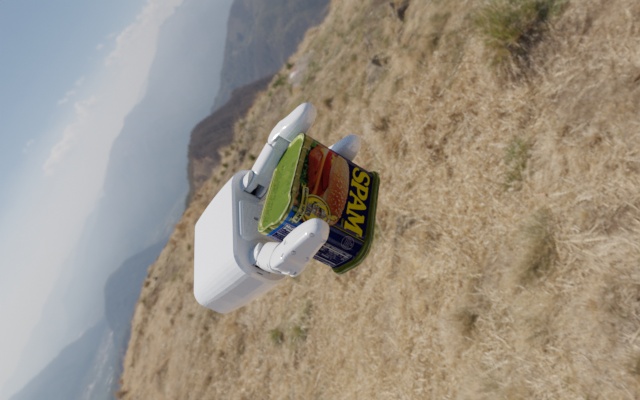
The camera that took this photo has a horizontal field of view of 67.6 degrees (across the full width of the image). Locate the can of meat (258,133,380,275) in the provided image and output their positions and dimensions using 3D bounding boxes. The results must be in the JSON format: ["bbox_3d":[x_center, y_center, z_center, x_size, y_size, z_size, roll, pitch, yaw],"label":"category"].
[{"bbox_3d":[0.000,0.001,0.422,0.084,0.102,0.057,28,-39,-22],"label":"can of meat"}]
